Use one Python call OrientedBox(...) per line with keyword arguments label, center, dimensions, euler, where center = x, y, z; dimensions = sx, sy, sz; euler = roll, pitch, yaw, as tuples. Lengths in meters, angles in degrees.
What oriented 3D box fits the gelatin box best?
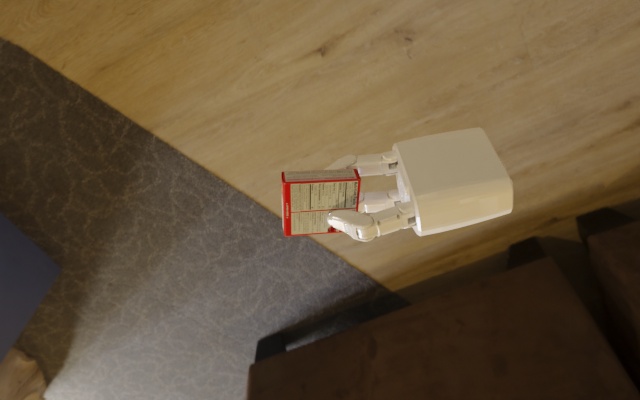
OrientedBox(label="gelatin box", center=(0.000, 0.002, 0.553), dimensions=(0.089, 0.073, 0.030), euler=(-4, 33, -8))
